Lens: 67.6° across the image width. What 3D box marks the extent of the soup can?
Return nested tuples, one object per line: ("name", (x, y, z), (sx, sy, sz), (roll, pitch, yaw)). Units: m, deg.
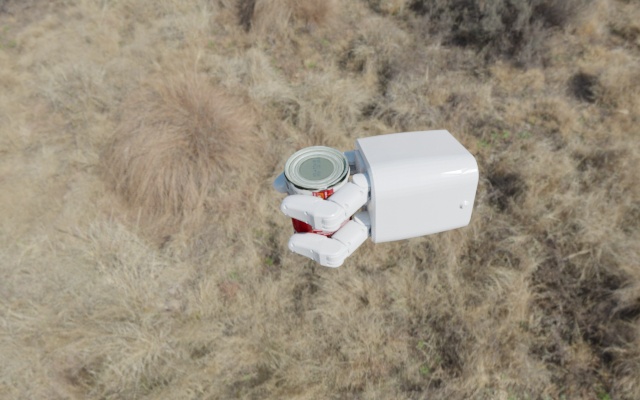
("soup can", (0.000, 0.001, 0.508), (0.068, 0.102, 0.068), (-3, 45, 3))
